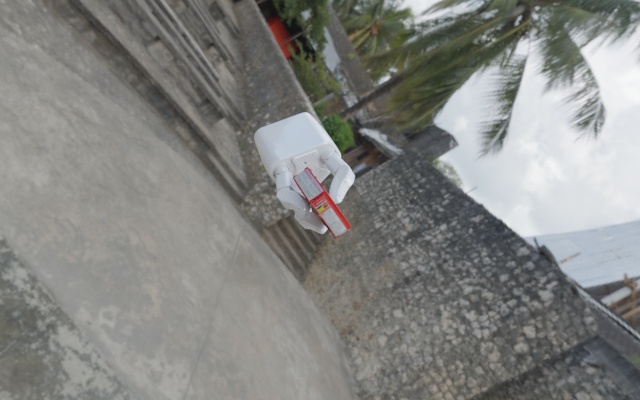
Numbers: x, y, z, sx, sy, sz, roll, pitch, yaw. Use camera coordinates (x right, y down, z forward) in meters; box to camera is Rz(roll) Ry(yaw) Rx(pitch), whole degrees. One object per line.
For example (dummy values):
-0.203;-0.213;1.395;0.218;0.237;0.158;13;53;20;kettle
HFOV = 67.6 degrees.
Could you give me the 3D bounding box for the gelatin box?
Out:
0.001;0.002;0.669;0.030;0.073;0.089;-36;32;-1;gelatin box
